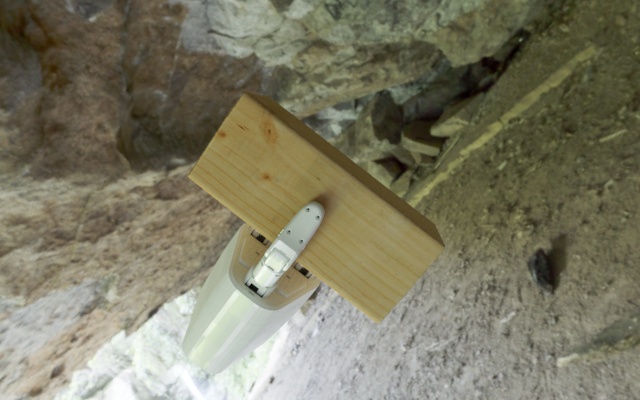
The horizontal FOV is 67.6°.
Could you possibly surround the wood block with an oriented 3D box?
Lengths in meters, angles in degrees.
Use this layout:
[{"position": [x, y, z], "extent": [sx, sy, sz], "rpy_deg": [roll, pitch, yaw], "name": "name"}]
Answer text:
[{"position": [0.000, 0.002, 0.434], "extent": [0.206, 0.090, 0.091], "rpy_deg": [37, 13, 0], "name": "wood block"}]
